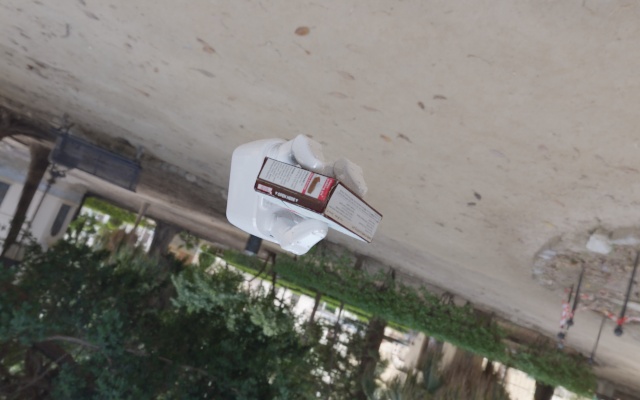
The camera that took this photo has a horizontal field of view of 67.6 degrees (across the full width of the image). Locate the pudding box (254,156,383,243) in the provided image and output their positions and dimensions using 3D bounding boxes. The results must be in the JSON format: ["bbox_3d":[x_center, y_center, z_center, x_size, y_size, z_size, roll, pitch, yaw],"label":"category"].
[{"bbox_3d":[0.000,0.002,0.481,0.090,0.039,0.113,19,-6,33],"label":"pudding box"}]
